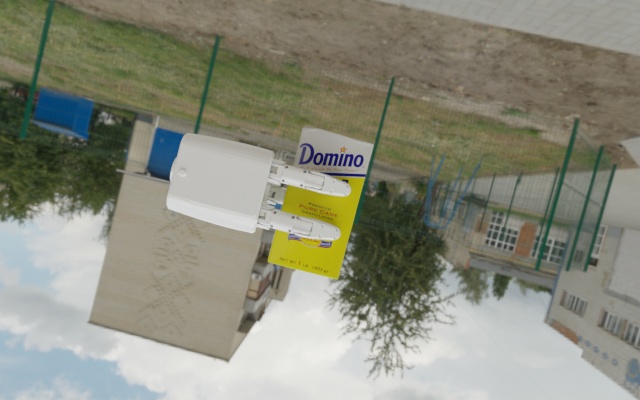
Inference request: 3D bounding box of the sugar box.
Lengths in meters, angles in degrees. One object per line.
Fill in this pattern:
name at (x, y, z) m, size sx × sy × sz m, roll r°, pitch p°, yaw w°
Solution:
sugar box at (0.000, 0.002, 0.605) m, size 0.093 × 0.176 × 0.048 m, roll 14°, pitch 2°, yaw -3°
